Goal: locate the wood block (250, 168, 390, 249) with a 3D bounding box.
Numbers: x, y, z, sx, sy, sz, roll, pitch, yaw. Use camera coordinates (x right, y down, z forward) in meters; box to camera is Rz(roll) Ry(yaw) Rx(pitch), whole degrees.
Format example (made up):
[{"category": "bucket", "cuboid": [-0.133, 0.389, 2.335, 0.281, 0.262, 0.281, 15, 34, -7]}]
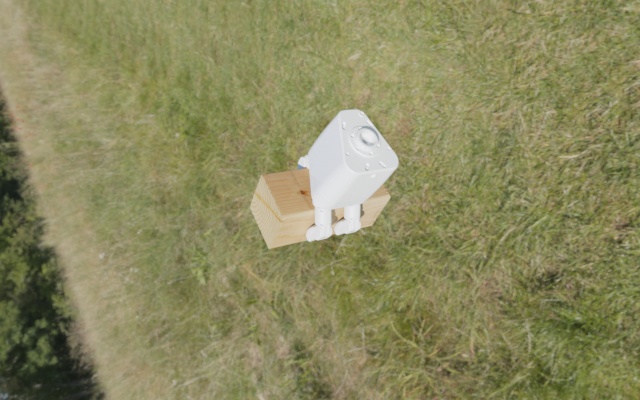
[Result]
[{"category": "wood block", "cuboid": [0.000, 0.002, 0.806, 0.206, 0.090, 0.090, -10, -34, -30]}]
